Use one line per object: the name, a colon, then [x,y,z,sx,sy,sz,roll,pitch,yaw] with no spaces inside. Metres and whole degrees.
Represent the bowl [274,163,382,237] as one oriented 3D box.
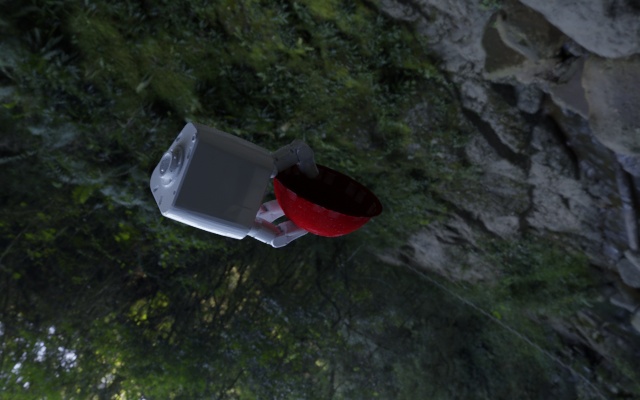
bowl: [0.001,0.003,0.653,0.162,0.055,0.162,19,21,-8]
